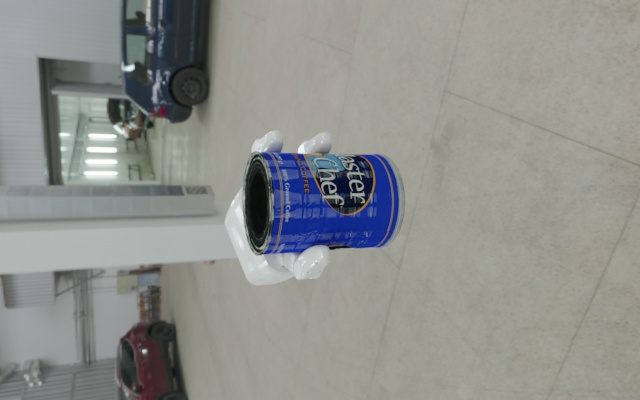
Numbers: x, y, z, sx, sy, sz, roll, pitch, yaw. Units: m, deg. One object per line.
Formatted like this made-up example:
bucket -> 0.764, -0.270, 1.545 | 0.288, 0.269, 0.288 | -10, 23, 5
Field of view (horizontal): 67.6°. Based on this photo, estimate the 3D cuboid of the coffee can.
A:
coffee can -> 0.000, 0.002, 0.493 | 0.140, 0.103, 0.103 | -1, 0, -23
